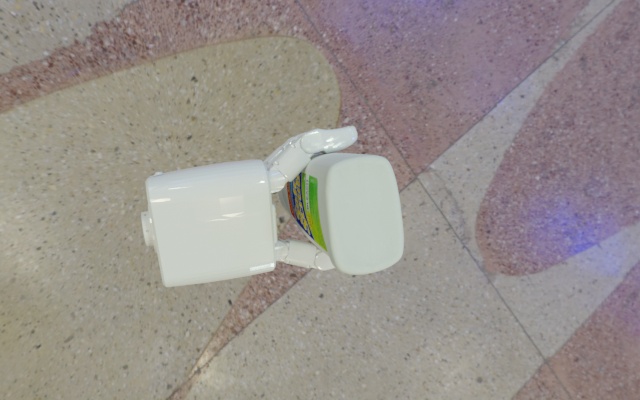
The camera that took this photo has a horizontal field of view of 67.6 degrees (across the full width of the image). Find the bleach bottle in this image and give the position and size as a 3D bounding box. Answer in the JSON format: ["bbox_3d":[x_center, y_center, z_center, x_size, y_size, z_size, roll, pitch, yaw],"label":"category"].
[{"bbox_3d":[0.000,0.002,0.507,0.068,0.102,0.251,-9,7,-17],"label":"bleach bottle"}]
